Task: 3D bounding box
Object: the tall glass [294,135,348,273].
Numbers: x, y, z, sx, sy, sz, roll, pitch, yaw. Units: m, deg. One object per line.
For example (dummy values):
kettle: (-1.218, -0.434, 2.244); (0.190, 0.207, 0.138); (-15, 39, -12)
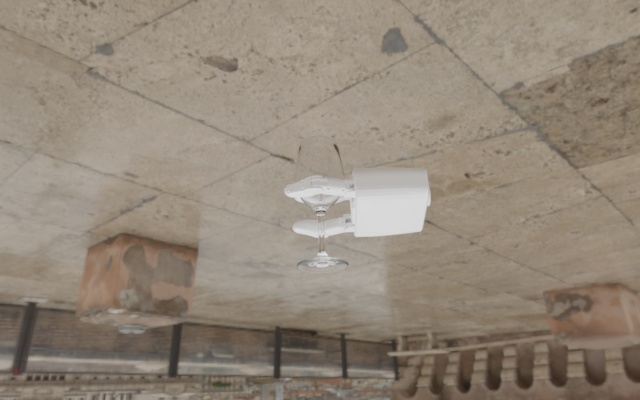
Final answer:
tall glass: (0.000, 0.003, 0.719); (0.079, 0.201, 0.079); (-2, -23, -1)
